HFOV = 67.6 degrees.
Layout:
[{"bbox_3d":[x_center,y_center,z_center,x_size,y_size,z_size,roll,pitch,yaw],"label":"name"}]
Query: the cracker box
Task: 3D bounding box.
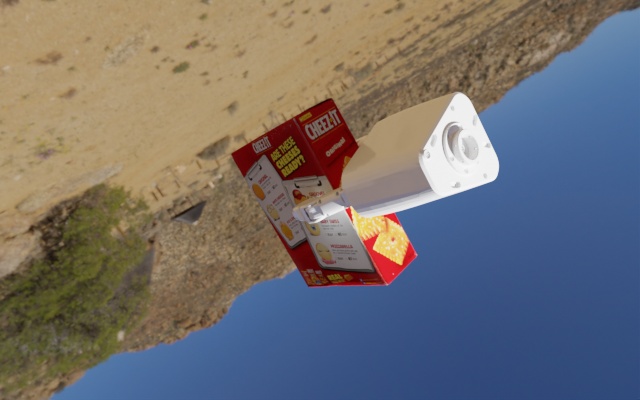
[{"bbox_3d":[0.000,0.002,0.595,0.072,0.214,0.164,-36,12,-35],"label":"cracker box"}]
